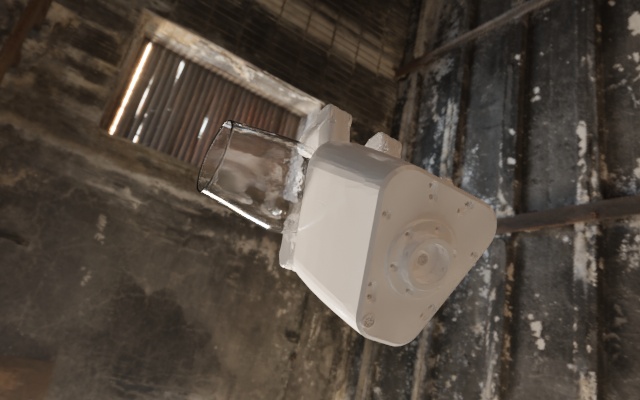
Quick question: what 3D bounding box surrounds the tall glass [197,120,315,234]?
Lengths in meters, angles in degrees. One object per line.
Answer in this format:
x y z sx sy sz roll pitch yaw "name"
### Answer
0.001 0.002 0.411 0.201 0.079 0.079 24 -11 -25 "tall glass"
